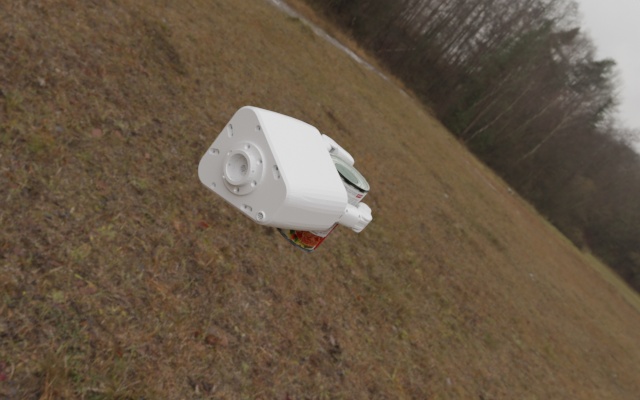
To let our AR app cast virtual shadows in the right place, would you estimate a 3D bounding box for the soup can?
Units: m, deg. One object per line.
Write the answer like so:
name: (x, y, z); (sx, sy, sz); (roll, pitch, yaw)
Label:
soup can: (0.001, 0.002, 0.564); (0.068, 0.102, 0.068); (37, 19, -14)
